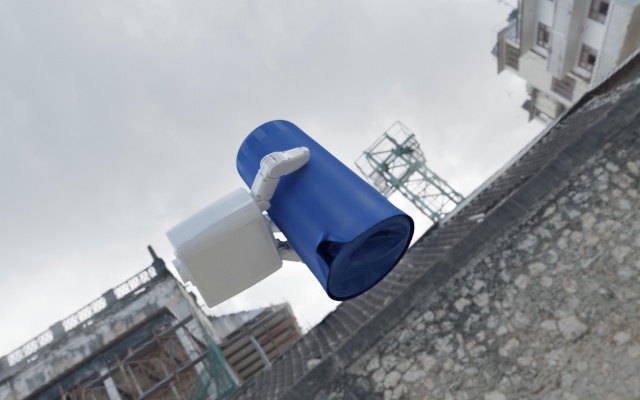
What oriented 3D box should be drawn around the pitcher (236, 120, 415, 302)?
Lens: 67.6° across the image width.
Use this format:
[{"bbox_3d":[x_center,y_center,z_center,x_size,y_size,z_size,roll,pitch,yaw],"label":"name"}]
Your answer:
[{"bbox_3d":[0.000,0.002,0.620,0.145,0.149,0.242,-31,54,-19],"label":"pitcher"}]
